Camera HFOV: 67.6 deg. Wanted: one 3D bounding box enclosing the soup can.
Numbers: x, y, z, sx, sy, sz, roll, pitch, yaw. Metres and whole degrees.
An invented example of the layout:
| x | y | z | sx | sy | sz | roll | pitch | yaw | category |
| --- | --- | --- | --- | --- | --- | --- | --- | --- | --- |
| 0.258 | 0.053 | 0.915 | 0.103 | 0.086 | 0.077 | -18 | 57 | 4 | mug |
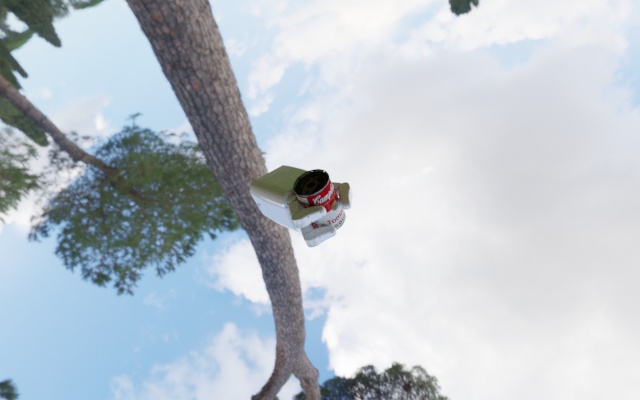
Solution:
| x | y | z | sx | sy | sz | roll | pitch | yaw | category |
| --- | --- | --- | --- | --- | --- | --- | --- | --- | --- |
| 0.001 | 0.003 | 0.865 | 0.068 | 0.068 | 0.102 | 0 | -44 | 28 | soup can |
